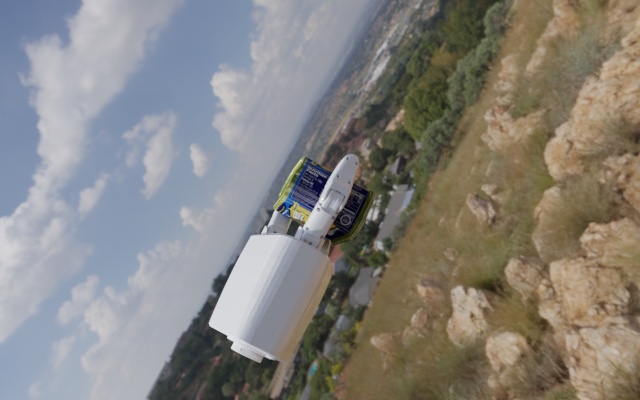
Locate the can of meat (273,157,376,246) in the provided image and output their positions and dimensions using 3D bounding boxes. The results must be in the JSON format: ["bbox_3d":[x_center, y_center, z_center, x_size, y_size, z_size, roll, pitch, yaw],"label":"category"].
[{"bbox_3d":[0.000,0.001,0.514,0.084,0.057,0.102,28,-15,-7],"label":"can of meat"}]
